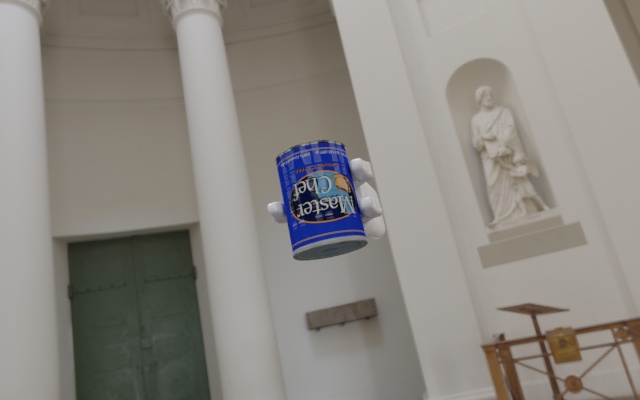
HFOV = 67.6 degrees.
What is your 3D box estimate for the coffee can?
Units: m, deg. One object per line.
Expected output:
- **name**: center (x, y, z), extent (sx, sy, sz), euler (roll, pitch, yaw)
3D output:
- **coffee can**: center (0.000, 0.002, 0.657), extent (0.103, 0.140, 0.103), euler (-11, -16, -3)
